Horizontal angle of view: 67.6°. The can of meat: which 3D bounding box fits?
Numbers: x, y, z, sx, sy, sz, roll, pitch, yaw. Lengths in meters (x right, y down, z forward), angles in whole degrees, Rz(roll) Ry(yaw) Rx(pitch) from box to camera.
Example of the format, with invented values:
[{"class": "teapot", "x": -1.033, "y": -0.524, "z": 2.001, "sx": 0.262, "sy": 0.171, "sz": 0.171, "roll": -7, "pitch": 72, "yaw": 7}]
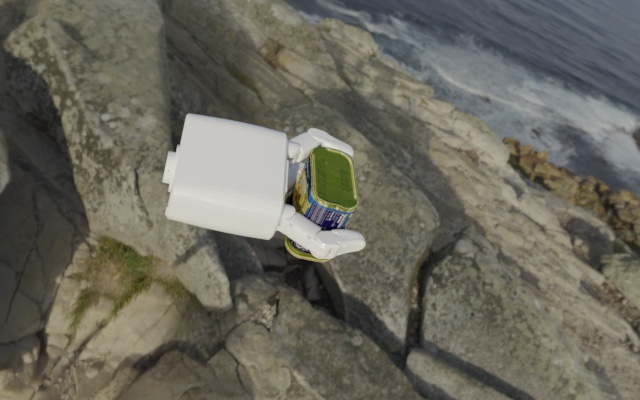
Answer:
[{"class": "can of meat", "x": 0.000, "y": 0.002, "z": 0.530, "sx": 0.057, "sy": 0.084, "sz": 0.102, "roll": 14, "pitch": 41, "yaw": -15}]
